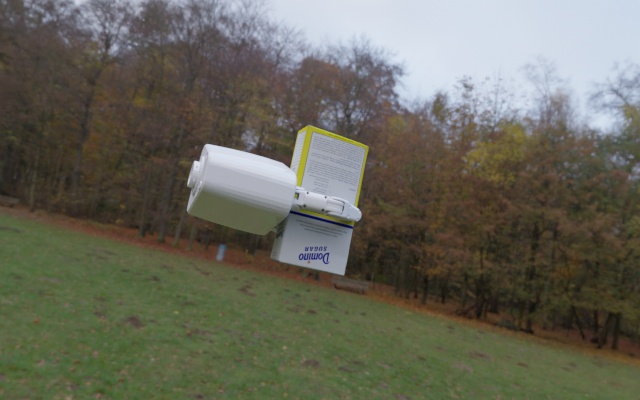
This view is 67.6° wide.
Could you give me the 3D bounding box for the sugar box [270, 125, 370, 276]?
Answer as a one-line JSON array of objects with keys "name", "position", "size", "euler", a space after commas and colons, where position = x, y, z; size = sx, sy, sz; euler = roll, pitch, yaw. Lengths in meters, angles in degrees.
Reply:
[{"name": "sugar box", "position": [0.000, 0.002, 0.620], "size": [0.093, 0.176, 0.048], "euler": [16, -8, -20]}]
